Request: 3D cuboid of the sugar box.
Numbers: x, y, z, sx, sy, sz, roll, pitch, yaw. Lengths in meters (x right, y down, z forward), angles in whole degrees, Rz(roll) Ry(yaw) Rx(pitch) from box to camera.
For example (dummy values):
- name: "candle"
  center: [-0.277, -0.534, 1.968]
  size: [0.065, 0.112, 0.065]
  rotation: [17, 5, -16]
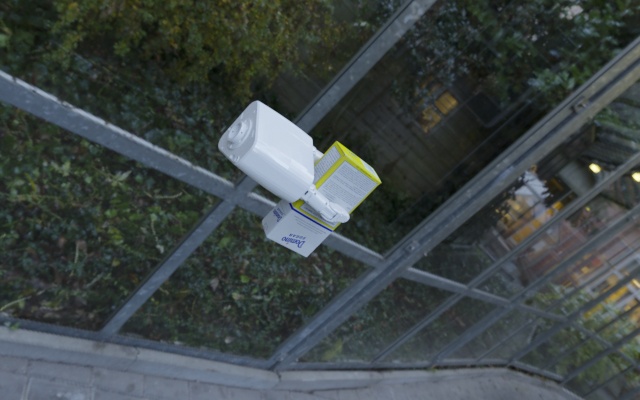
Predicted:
- name: "sugar box"
  center: [0.000, 0.002, 0.736]
  size: [0.093, 0.176, 0.048]
  rotation: [33, 22, -38]
